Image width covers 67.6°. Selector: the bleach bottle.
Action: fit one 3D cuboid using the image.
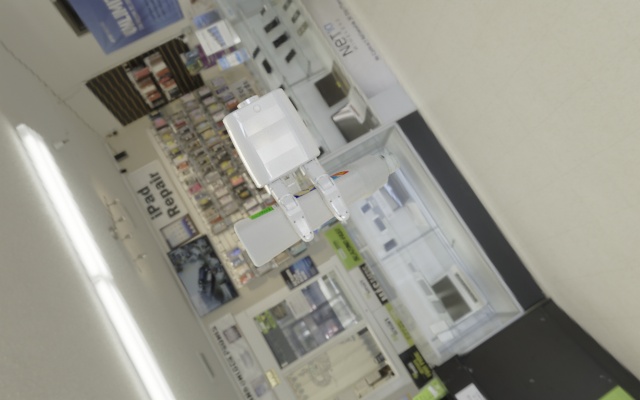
[{"bbox_3d":[0.000,0.002,0.690,0.251,0.068,0.102,-30,7,-9],"label":"bleach bottle"}]
